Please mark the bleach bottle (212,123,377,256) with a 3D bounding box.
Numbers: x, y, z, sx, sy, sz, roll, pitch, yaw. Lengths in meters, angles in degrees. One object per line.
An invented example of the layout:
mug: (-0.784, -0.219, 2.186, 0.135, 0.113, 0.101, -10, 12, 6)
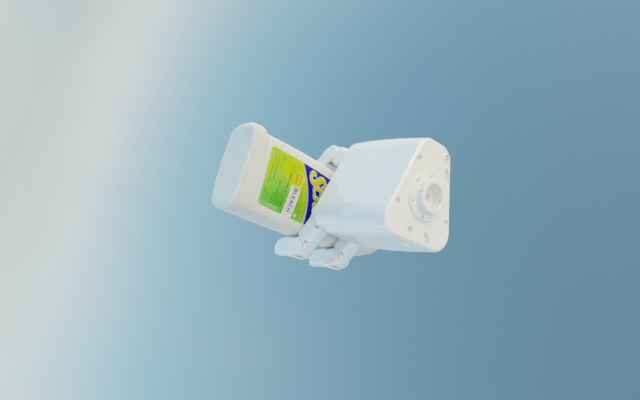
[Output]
bleach bottle: (0.000, 0.002, 0.580, 0.251, 0.102, 0.068, 22, -11, -35)
